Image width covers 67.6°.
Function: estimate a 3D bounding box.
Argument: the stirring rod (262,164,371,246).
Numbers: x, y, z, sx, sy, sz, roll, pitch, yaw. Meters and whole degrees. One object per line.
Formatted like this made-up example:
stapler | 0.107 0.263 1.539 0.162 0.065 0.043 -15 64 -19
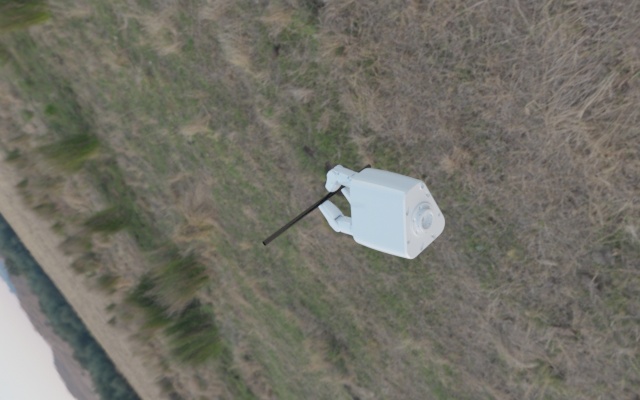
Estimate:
stirring rod | 0.000 0.002 0.781 0.239 0.011 0.011 -36 19 -28
